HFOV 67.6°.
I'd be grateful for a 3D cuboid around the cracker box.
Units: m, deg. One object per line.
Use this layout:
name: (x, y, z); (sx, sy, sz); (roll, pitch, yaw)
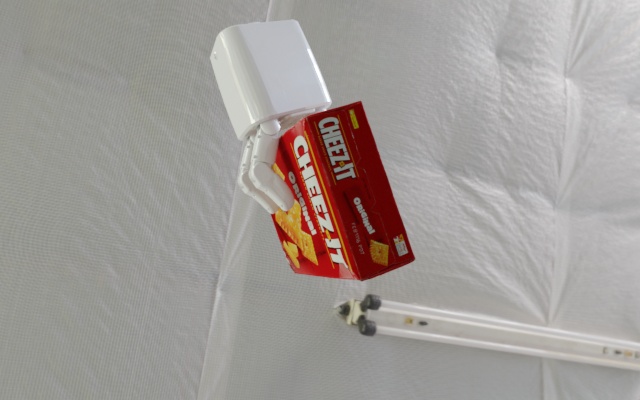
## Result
cracker box: (0.000, 0.002, 0.541); (0.072, 0.164, 0.214); (-20, 1, -21)
